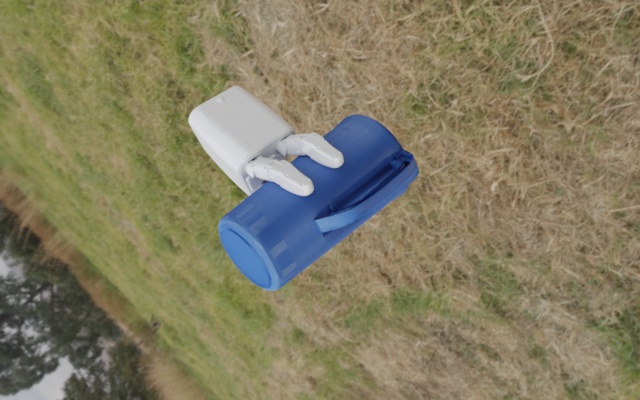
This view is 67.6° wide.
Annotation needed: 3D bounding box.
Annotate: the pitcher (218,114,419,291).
[{"bbox_3d":[0.000,0.002,0.606,0.242,0.145,0.149,-39,-18,-28],"label":"pitcher"}]
